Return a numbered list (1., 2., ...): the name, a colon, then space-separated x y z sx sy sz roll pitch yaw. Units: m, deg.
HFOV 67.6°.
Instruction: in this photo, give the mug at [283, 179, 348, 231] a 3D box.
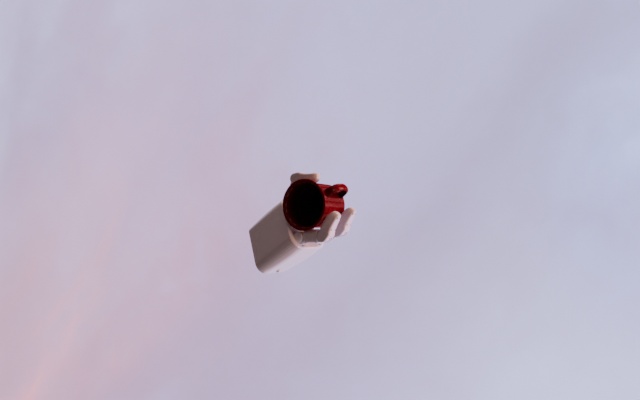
1. mug: 0.001 0.002 0.869 0.117 0.093 0.081 -36 -20 27
